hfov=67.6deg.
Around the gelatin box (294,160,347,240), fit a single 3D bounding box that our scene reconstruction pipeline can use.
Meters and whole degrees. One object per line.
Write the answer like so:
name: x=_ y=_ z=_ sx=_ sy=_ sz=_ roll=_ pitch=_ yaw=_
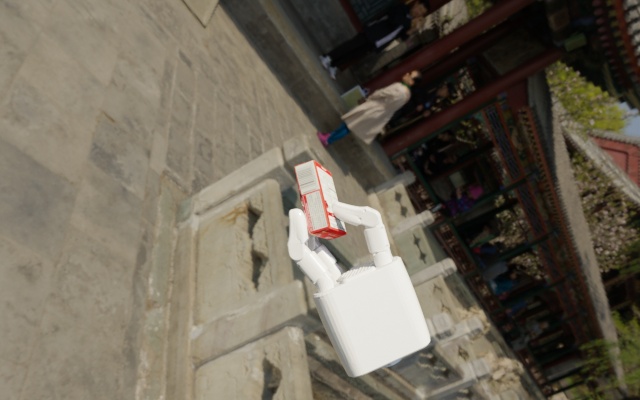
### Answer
gelatin box: x=0.000 y=0.001 z=0.596 sx=0.030 sy=0.089 sz=0.073 roll=-17 pitch=-13 yaw=15
